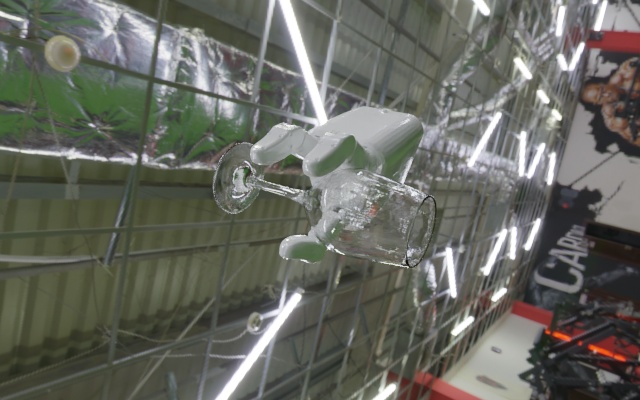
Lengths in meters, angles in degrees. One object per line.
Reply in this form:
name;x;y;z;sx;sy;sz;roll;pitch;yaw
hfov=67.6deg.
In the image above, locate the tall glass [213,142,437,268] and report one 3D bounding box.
tall glass;-0.001;0.001;0.438;0.201;0.079;0.079;17;8;30
